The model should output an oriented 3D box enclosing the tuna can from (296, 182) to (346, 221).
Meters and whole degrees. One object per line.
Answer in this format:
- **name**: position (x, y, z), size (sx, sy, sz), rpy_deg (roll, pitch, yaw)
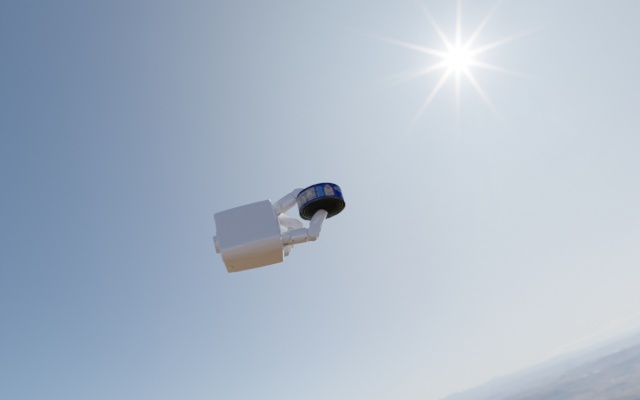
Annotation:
- **tuna can**: position (0.000, 0.002, 0.861), size (0.086, 0.033, 0.086), rpy_deg (-12, -27, -6)
